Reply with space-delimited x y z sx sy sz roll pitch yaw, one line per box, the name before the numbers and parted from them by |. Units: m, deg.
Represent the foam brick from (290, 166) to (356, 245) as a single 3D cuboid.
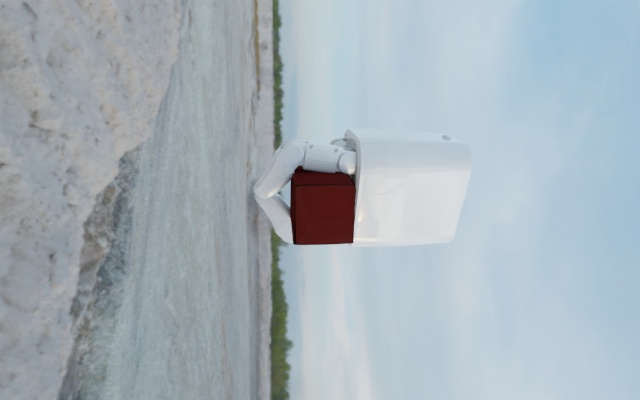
foam brick | 0.000 0.002 0.422 0.051 0.053 0.078 1 17 -6
